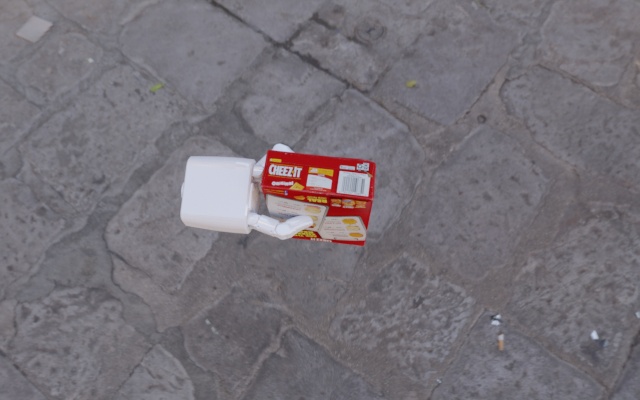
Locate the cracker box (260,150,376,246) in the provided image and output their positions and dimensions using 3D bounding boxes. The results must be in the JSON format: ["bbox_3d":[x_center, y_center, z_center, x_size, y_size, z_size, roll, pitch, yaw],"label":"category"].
[{"bbox_3d":[0.000,0.003,0.779,0.164,0.072,0.214,6,-23,4],"label":"cracker box"}]
